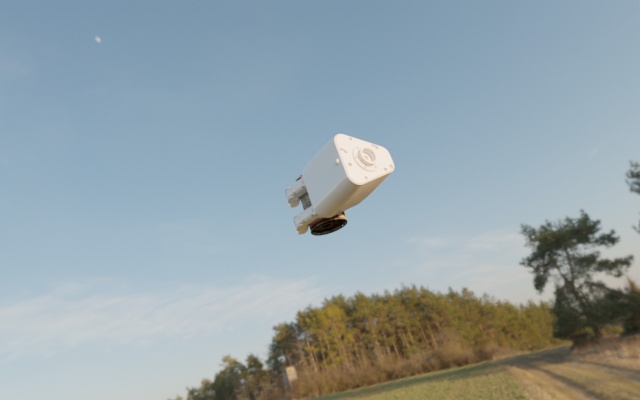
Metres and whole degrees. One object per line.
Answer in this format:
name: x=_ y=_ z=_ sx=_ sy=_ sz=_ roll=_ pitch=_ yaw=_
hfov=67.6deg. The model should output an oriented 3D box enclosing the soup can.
soup can: x=0.000 y=0.003 z=0.852 sx=0.068 sy=0.102 sz=0.068 roll=-16 pitch=-22 yaw=-7
